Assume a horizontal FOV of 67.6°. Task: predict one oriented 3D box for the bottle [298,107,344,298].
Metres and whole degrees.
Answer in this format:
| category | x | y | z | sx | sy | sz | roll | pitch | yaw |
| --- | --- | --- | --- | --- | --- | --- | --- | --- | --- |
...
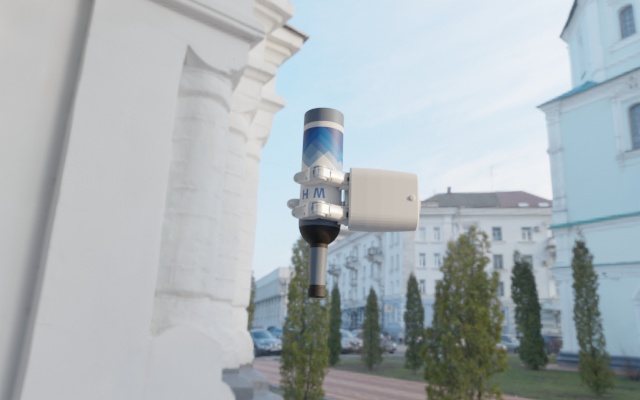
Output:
| category | x | y | z | sx | sy | sz | roll | pitch | yaw |
| --- | --- | --- | --- | --- | --- | --- | --- | --- | --- |
| bottle | 0.000 | 0.002 | 0.750 | 0.069 | 0.295 | 0.069 | 2 | -15 | 1 |
